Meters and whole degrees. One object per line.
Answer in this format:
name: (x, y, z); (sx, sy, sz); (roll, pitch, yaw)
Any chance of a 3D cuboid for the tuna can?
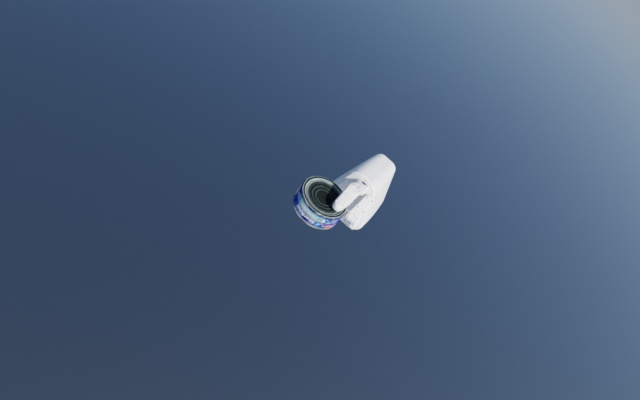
tuna can: (0.000, 0.002, 0.779); (0.086, 0.086, 0.034); (0, -33, -35)
